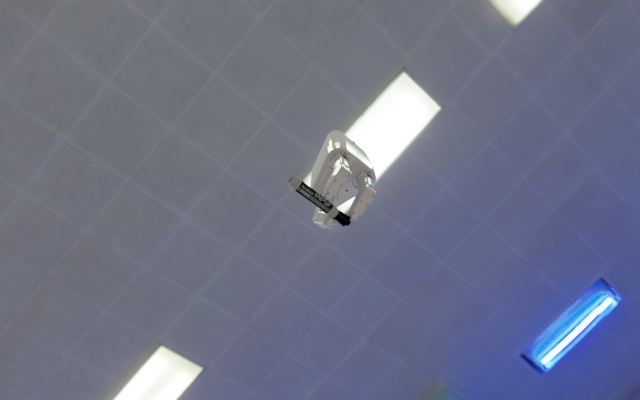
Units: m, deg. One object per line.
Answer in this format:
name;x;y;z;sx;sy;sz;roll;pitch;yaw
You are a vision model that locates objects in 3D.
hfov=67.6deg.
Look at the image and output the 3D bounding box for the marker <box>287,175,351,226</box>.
marker;0.000;0.002;0.744;0.121;0.020;0.020;37;-13;-18
